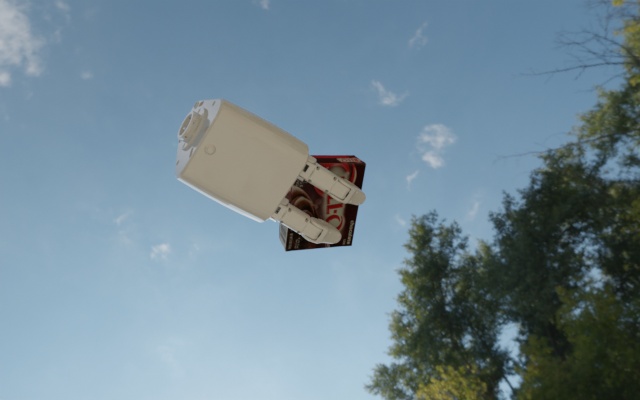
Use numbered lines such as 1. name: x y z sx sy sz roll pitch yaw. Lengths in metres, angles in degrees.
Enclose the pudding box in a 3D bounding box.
1. pudding box: 0.000 0.002 0.572 0.090 0.113 0.039 -2 26 -23
